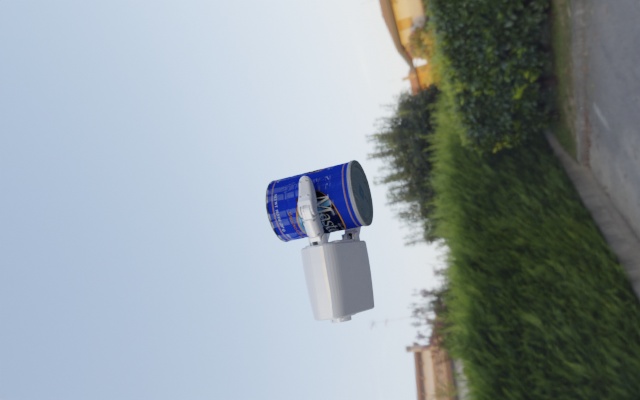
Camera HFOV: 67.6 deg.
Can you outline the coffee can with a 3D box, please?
[{"bbox_3d":[0.000,0.002,0.745,0.140,0.103,0.103,-13,-5,20],"label":"coffee can"}]
